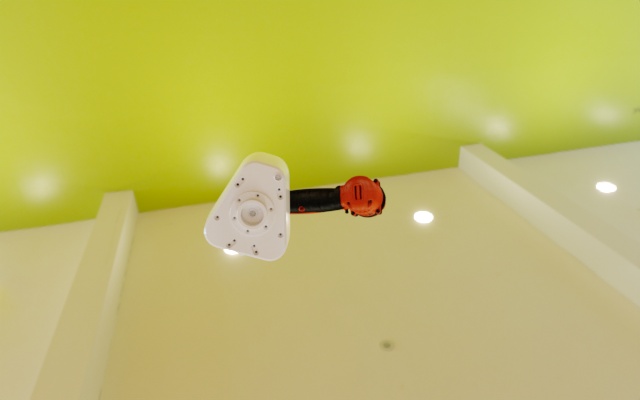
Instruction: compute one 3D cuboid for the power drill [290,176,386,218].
[{"bbox_3d":[0.000,0.002,0.691,0.187,0.057,0.184,-6,-8,11],"label":"power drill"}]
